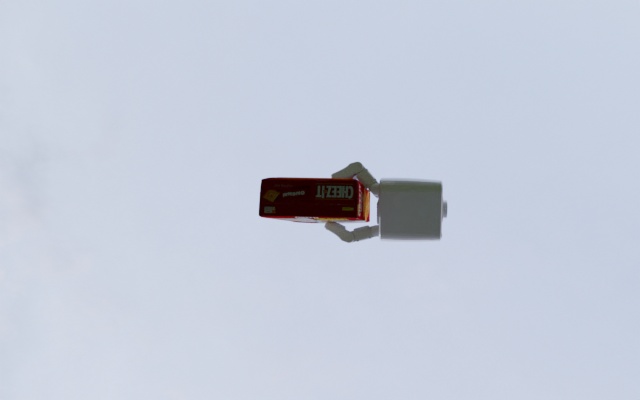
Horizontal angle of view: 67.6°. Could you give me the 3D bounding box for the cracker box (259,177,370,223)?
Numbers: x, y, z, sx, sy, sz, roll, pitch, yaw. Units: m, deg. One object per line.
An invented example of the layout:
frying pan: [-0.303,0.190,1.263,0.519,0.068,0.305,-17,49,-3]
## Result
cracker box: [0.000,0.003,0.862,0.164,0.072,0.214,0,-5,11]
